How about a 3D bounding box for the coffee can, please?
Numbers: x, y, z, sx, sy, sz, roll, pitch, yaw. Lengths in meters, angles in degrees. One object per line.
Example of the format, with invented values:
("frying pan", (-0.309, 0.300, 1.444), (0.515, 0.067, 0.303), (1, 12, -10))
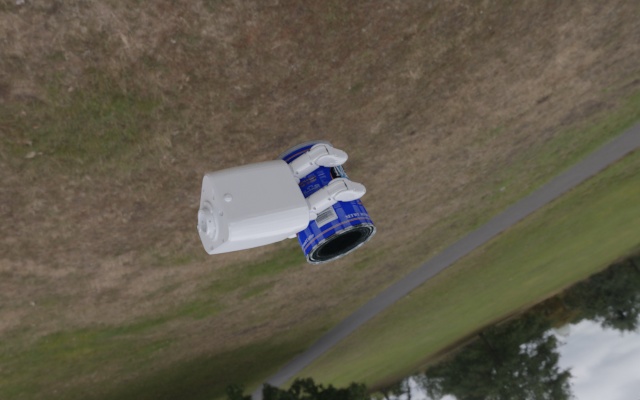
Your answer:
("coffee can", (0.000, 0.002, 0.662), (0.103, 0.140, 0.103), (-22, -23, -10))
